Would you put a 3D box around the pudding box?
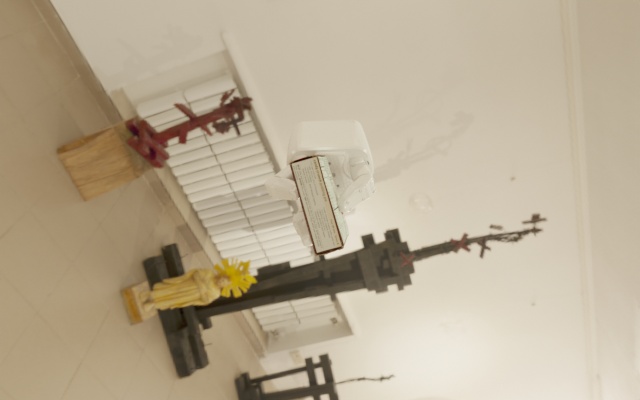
[{"bbox_3d":[0.000,0.002,0.575,0.039,0.113,0.090,-17,3,9],"label":"pudding box"}]
